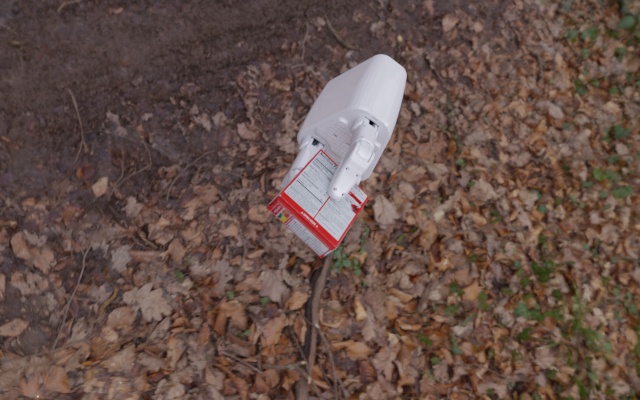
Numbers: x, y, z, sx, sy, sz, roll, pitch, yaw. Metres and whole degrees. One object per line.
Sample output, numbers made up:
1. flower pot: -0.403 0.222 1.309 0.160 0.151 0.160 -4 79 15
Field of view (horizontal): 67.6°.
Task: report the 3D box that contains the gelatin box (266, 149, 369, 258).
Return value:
1. gelatin box: 0.000 0.002 0.475 0.030 0.073 0.089 -41 8 45
